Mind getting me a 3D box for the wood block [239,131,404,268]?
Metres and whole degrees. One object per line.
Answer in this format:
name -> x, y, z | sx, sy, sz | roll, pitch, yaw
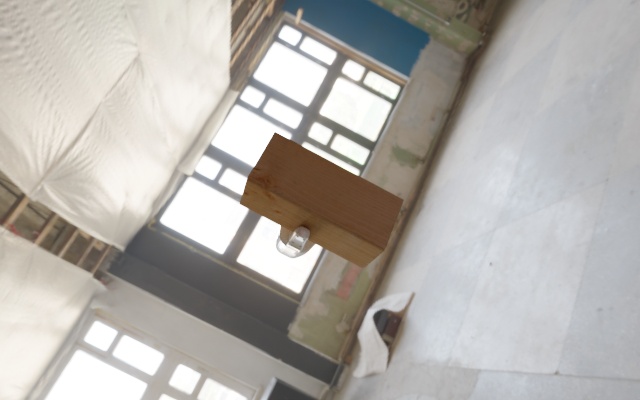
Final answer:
wood block -> 0.000, 0.003, 0.685 | 0.206, 0.090, 0.090 | 27, -29, -3
